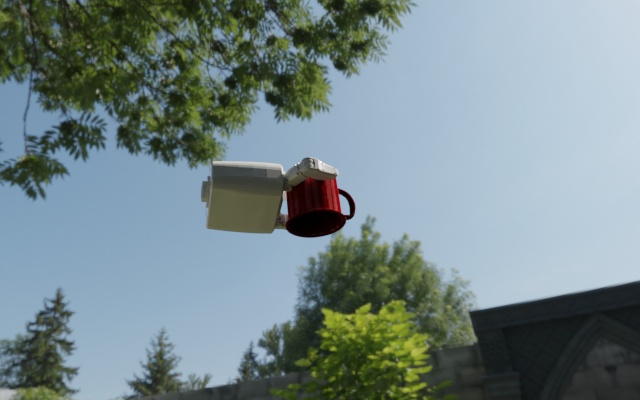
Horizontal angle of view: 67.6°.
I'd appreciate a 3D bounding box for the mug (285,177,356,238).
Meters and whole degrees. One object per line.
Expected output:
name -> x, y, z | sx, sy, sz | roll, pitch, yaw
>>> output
mug -> 0.001, 0.002, 0.745 | 0.117, 0.081, 0.093 | 4, -31, -19
